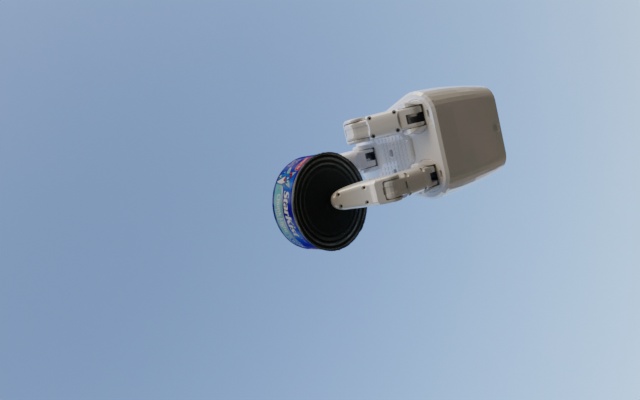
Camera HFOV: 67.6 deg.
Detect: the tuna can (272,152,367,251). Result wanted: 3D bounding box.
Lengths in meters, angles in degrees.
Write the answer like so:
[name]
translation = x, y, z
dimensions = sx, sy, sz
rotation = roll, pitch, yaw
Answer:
[tuna can]
translation = 0.000, 0.001, 0.423
dimensions = 0.086, 0.086, 0.034
rotation = 0, -2, -40
